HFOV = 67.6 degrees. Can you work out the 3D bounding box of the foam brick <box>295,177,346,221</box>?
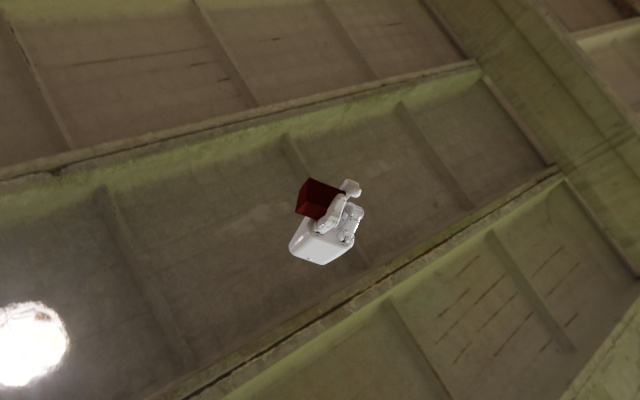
[{"bbox_3d":[0.000,0.003,0.873,0.078,0.053,0.051,21,-33,-17],"label":"foam brick"}]
